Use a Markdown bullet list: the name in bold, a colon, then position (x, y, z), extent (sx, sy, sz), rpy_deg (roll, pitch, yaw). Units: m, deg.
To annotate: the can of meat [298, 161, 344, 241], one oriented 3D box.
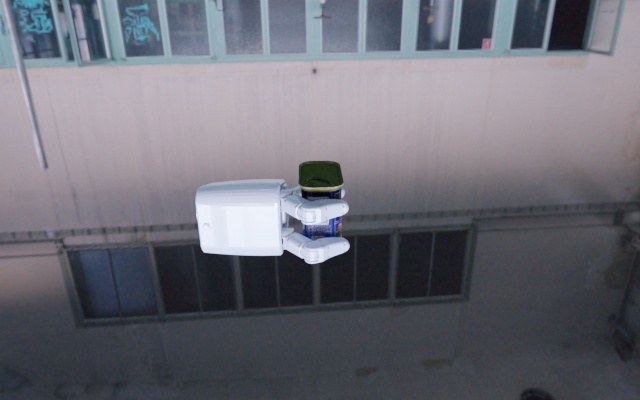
- **can of meat**: position (0.000, 0.002, 0.644), extent (0.057, 0.084, 0.102), rpy_deg (-1, 23, -2)
